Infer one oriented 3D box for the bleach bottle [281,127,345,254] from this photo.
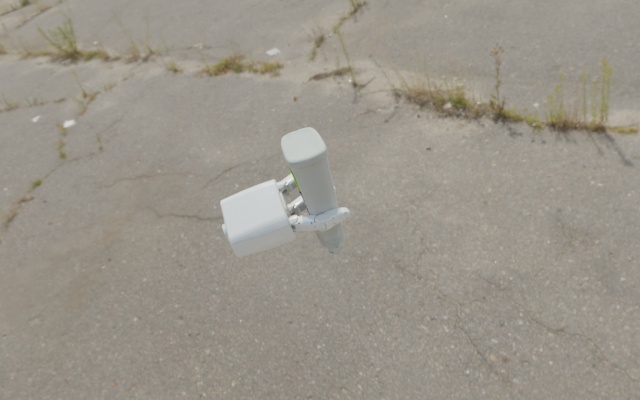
[{"bbox_3d":[0.000,0.003,0.836,0.068,0.251,0.102,-20,37,-3],"label":"bleach bottle"}]
